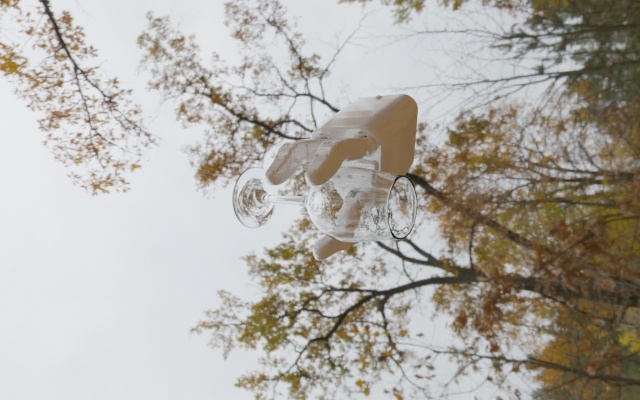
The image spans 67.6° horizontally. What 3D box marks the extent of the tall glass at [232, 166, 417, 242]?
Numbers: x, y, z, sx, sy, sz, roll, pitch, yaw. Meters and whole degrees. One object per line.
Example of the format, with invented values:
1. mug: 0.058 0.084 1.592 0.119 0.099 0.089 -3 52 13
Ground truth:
1. tall glass: -0.001 0.002 0.515 0.201 0.079 0.079 4 2 38
